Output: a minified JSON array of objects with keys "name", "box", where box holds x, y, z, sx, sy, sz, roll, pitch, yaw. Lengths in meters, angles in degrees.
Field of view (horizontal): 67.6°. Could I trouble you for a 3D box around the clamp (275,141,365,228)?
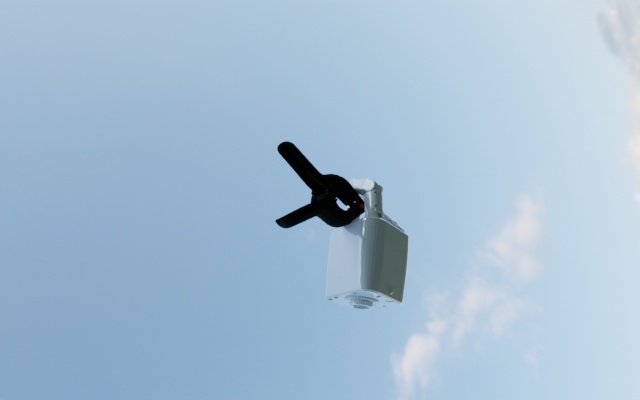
[{"name":"clamp","box":[0.000,0.002,0.671,0.171,0.120,0.039,27,-26,-35]}]
